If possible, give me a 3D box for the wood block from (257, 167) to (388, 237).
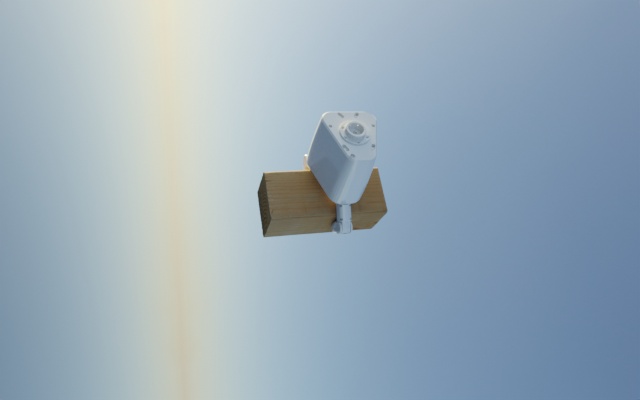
[{"bbox_3d":[0.000,0.003,0.846,0.206,0.090,0.090,-3,-22,-17],"label":"wood block"}]
